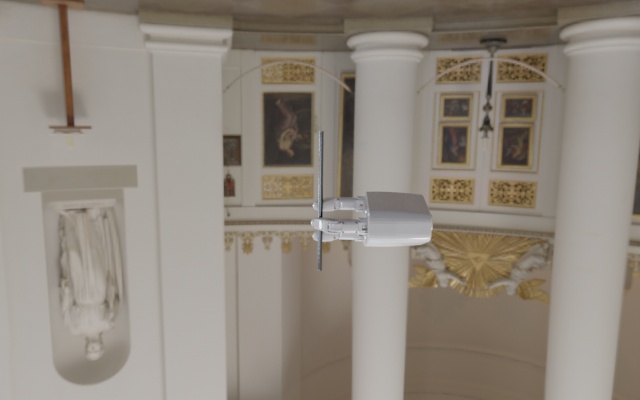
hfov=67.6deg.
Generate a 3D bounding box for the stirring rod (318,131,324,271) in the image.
[{"bbox_3d":[0.000,0.003,0.818,0.011,0.239,0.011,1,8,0],"label":"stirring rod"}]
